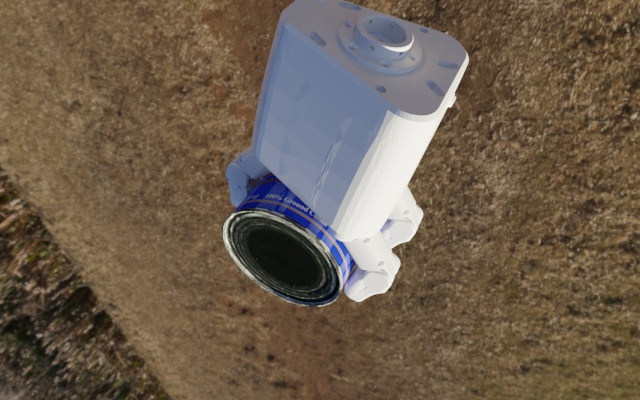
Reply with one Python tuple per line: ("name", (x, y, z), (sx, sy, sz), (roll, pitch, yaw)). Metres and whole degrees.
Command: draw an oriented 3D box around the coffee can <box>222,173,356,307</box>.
("coffee can", (0.000, 0.001, 0.401), (0.103, 0.103, 0.140), (0, 40, 35))
